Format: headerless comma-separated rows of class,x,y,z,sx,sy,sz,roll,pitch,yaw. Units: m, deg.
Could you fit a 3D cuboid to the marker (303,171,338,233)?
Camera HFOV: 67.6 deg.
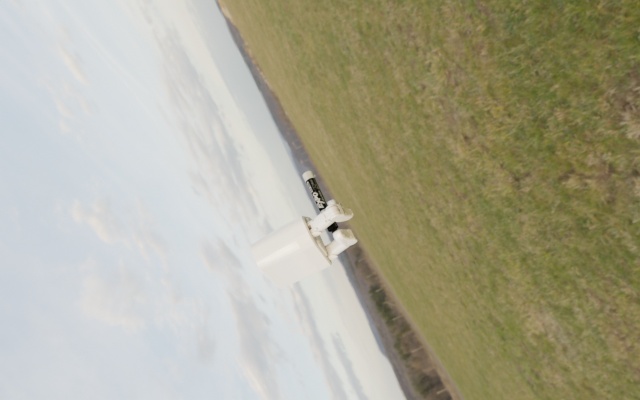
marker,0.000,0.003,0.814,0.020,0.121,0.020,-21,-25,-10
